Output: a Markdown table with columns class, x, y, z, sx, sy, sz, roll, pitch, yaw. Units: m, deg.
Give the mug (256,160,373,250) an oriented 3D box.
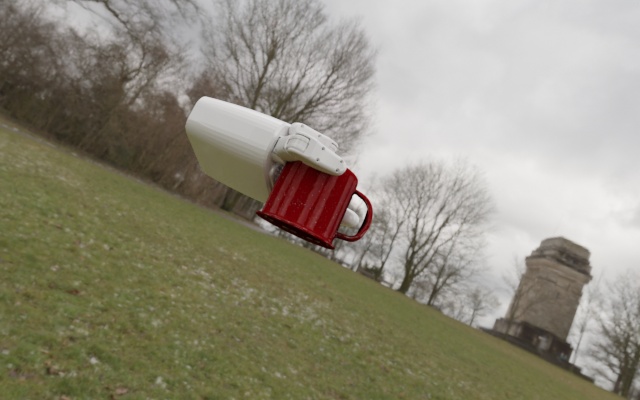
| class | x | y | z | sx | sy | sz | roll | pitch | yaw |
| --- | --- | --- | --- | --- | --- | --- | --- | --- | --- |
| mug | 0.001 | 0.002 | 0.512 | 0.117 | 0.081 | 0.093 | 23 | -10 | 14 |
